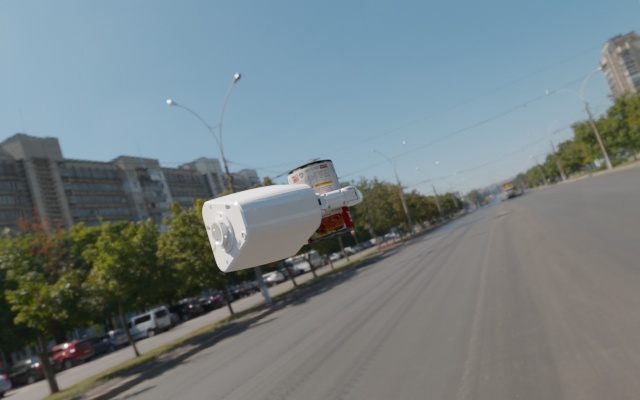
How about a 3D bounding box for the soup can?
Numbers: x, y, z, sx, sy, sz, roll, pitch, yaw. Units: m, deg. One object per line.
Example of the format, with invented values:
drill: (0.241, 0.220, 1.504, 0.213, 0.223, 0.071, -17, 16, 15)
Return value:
soup can: (0.000, 0.002, 0.659, 0.068, 0.102, 0.068, -18, -7, -2)
